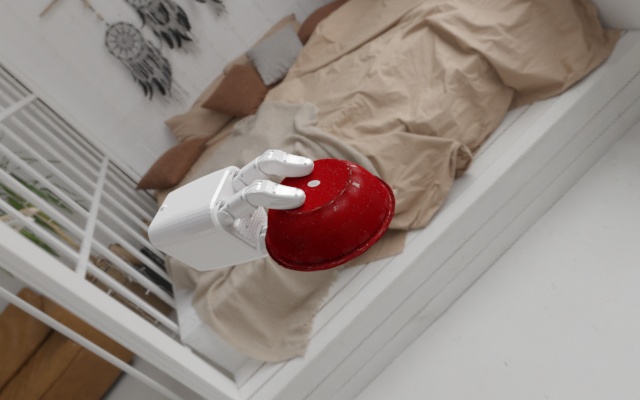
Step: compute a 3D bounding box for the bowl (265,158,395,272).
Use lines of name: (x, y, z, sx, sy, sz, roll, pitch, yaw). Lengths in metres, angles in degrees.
bowl: (0.001, 0.001, 0.542, 0.162, 0.055, 0.162, -16, 37, 13)
